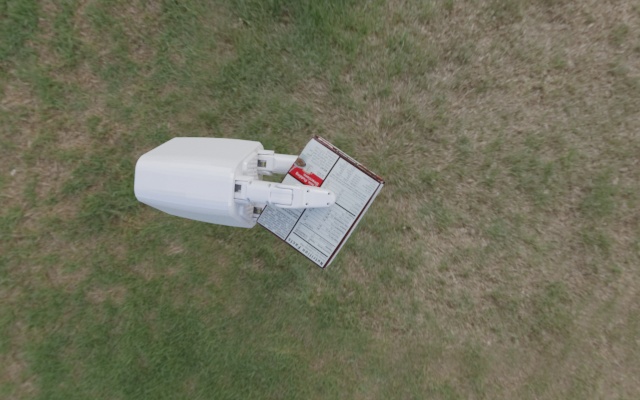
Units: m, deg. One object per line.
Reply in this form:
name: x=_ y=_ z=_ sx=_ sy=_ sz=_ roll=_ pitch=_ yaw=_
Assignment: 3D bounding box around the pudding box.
pudding box: x=0.000 y=0.002 z=0.500 sx=0.090 sy=0.113 sz=0.039 roll=35 pitch=10 yaw=6
